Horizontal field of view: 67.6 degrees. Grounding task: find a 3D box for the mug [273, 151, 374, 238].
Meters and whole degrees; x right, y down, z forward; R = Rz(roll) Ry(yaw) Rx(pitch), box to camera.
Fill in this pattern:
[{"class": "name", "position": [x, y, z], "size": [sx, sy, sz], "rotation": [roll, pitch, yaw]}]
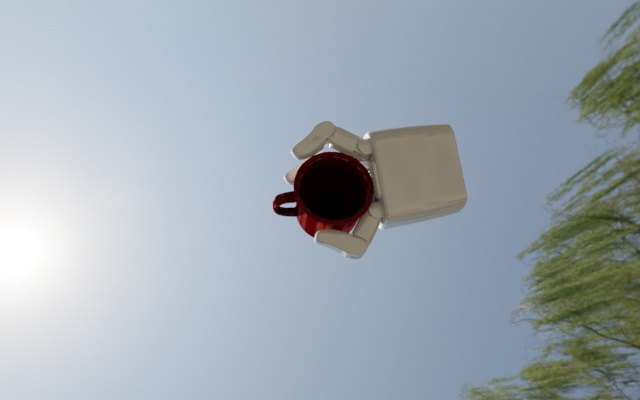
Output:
[{"class": "mug", "position": [-0.001, 0.002, 0.582], "size": [0.117, 0.093, 0.081], "rotation": [-9, -22, -10]}]
